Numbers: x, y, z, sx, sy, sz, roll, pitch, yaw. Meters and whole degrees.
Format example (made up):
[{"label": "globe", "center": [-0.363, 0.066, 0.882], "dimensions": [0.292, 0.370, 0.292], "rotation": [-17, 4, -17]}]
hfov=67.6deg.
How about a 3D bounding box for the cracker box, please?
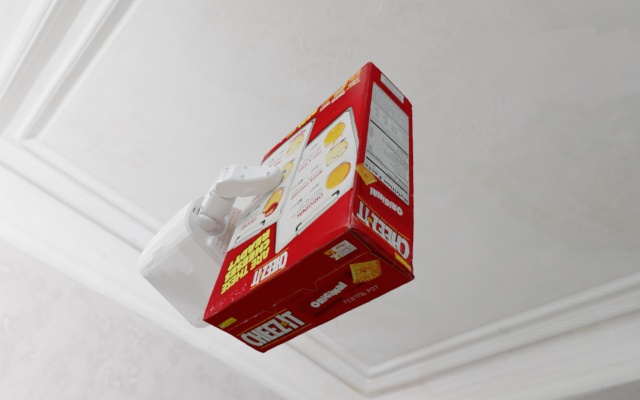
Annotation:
[{"label": "cracker box", "center": [0.000, 0.001, 0.410], "dimensions": [0.072, 0.213, 0.164], "rotation": [37, -52, -23]}]
